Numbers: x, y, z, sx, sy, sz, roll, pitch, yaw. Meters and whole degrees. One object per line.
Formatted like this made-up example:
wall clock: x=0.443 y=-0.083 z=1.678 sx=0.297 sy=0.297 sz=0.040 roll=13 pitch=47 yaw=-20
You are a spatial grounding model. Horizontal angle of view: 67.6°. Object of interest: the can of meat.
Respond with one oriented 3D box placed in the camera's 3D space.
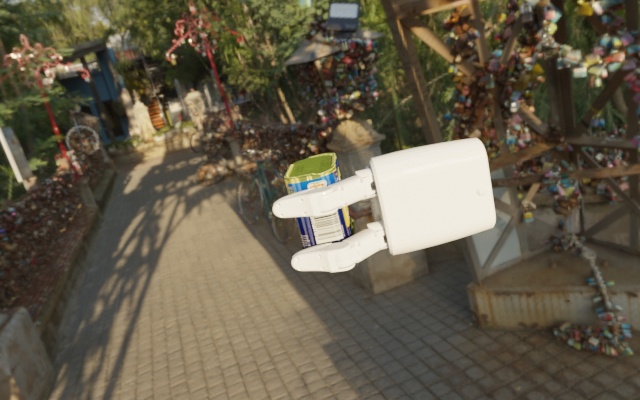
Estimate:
can of meat: x=0.000 y=0.001 z=0.500 sx=0.057 sy=0.084 sz=0.102 roll=-12 pitch=15 yaw=5
